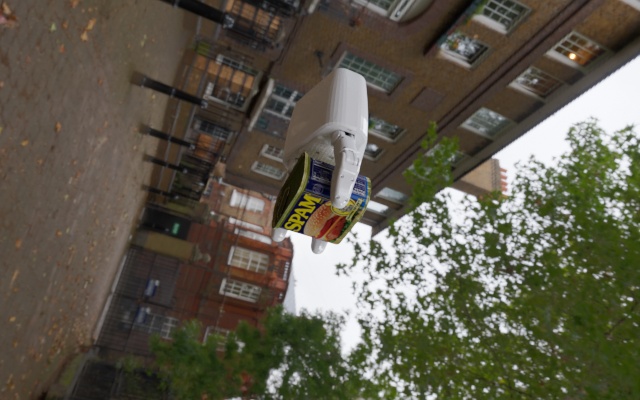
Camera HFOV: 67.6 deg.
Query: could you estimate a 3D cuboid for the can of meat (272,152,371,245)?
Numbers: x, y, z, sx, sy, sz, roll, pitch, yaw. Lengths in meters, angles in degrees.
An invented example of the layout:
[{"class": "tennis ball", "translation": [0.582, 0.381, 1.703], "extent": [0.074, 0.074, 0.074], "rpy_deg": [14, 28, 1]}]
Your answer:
[{"class": "can of meat", "translation": [0.000, 0.002, 0.559], "extent": [0.084, 0.057, 0.102], "rpy_deg": [18, -43, -17]}]
